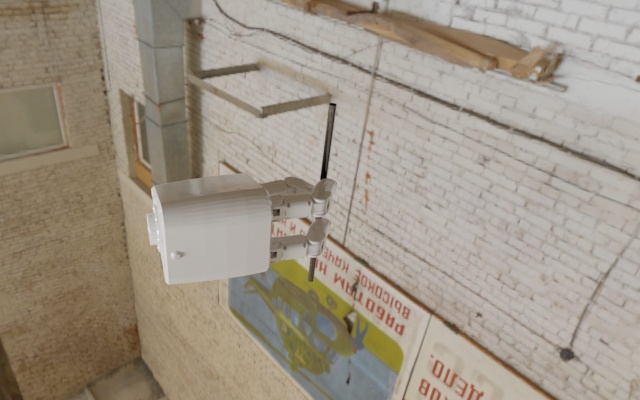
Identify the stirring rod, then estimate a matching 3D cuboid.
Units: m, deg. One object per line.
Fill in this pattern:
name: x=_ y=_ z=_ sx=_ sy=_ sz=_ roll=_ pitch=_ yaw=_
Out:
stirring rod: x=0.000 y=0.002 z=0.559 sx=0.011 sy=0.240 sz=0.011 roll=5 pitch=32 yaw=-3
